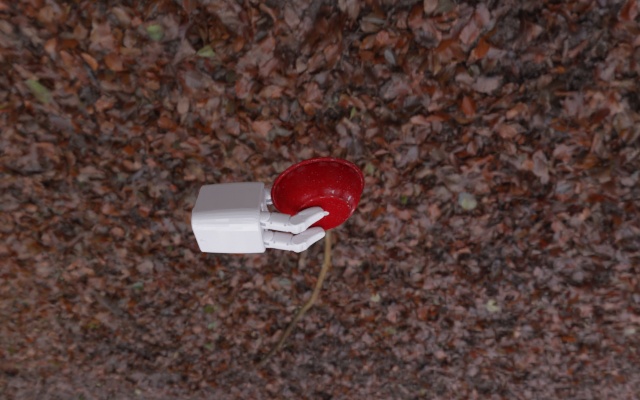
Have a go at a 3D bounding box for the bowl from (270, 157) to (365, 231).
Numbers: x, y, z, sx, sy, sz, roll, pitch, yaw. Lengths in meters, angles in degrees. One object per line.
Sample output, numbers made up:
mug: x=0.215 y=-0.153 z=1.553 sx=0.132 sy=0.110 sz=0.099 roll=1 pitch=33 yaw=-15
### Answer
bowl: x=0.001 y=0.003 z=0.789 sx=0.162 sy=0.055 sz=0.162 roll=-8 pitch=-38 yaw=-6
